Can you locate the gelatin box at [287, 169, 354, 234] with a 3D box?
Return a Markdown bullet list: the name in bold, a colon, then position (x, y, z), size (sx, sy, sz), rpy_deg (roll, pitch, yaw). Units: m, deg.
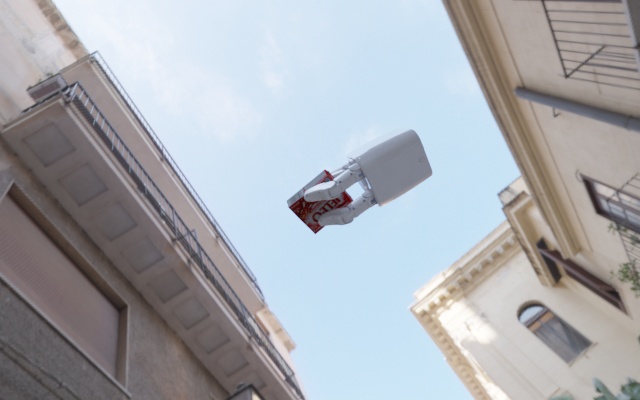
- **gelatin box**: position (0.000, 0.003, 0.801), size (0.089, 0.073, 0.030), rpy_deg (-39, 29, 9)
